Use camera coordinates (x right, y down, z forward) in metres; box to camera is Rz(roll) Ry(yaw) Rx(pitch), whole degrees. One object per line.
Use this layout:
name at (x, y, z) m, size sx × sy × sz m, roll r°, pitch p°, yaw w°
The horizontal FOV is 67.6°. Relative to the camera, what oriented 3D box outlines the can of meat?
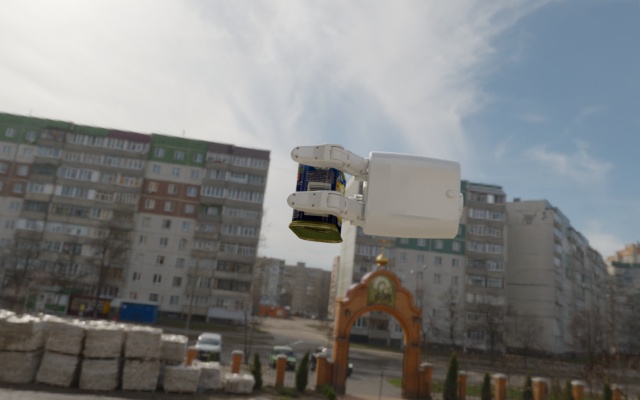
can of meat at (0.000, 0.002, 0.584) m, size 0.057 × 0.084 × 0.102 m, roll 4°, pitch -14°, yaw 9°
